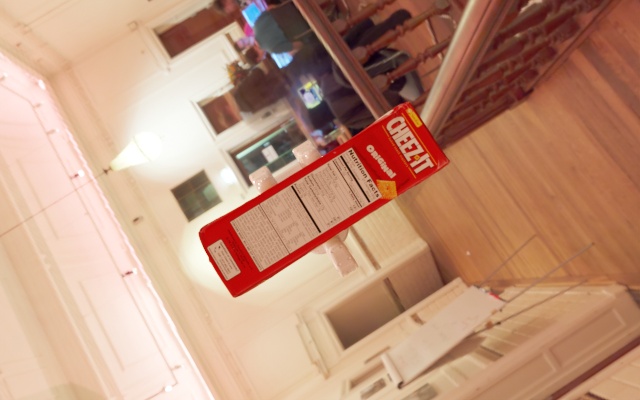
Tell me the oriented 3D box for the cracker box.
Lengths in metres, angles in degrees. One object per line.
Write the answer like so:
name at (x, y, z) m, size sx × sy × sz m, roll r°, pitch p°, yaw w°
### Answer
cracker box at (0.000, 0.002, 0.470) m, size 0.213 × 0.072 × 0.164 m, roll -32°, pitch -2°, yaw -2°
